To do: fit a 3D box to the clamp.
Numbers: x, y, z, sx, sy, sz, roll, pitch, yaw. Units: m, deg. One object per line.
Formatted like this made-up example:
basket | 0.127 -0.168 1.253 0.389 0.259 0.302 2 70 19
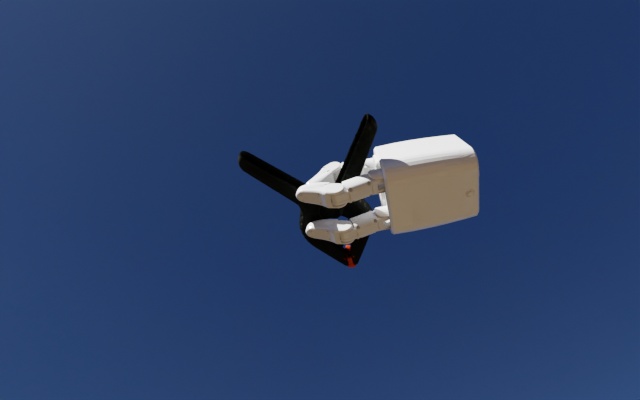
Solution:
clamp | 0.000 0.002 0.592 0.164 0.210 0.036 -9 35 7
